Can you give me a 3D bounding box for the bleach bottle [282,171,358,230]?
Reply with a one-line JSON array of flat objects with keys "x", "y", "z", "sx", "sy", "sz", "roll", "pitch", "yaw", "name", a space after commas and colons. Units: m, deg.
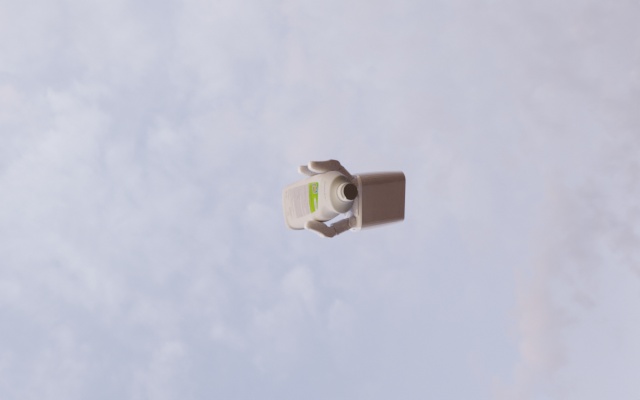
[{"x": 0.000, "y": 0.003, "z": 0.898, "sx": 0.068, "sy": 0.102, "sz": 0.251, "roll": -8, "pitch": -1, "yaw": -24, "name": "bleach bottle"}]
